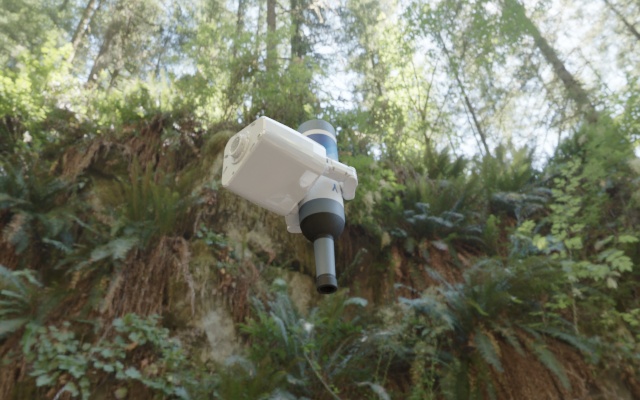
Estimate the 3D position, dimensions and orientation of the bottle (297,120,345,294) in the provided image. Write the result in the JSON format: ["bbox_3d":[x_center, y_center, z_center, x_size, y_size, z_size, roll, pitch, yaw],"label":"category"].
[{"bbox_3d":[0.000,0.002,0.717,0.069,0.295,0.069,-3,-39,-2],"label":"bottle"}]
